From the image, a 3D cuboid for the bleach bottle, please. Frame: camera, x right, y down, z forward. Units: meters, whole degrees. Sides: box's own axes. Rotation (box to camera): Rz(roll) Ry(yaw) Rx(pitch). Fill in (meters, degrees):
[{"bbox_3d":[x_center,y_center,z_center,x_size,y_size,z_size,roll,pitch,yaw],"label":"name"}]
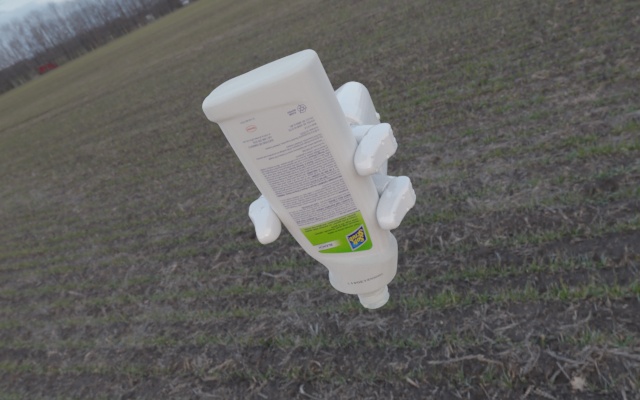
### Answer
[{"bbox_3d":[0.000,0.001,0.433,0.102,0.251,0.068,-16,28,19],"label":"bleach bottle"}]
